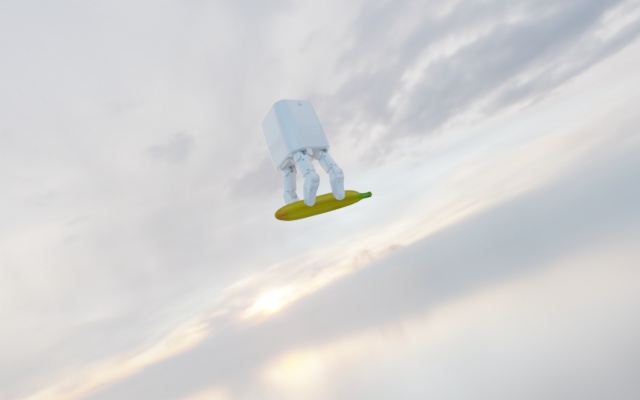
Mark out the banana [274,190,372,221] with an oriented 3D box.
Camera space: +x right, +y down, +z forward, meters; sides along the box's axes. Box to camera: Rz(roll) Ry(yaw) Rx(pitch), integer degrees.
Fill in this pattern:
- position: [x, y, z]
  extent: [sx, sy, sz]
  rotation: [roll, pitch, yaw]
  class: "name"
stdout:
- position: [-0.002, 0.007, 0.918]
  extent: [0.198, 0.037, 0.070]
  rotation: [-15, -9, -20]
  class: "banana"
